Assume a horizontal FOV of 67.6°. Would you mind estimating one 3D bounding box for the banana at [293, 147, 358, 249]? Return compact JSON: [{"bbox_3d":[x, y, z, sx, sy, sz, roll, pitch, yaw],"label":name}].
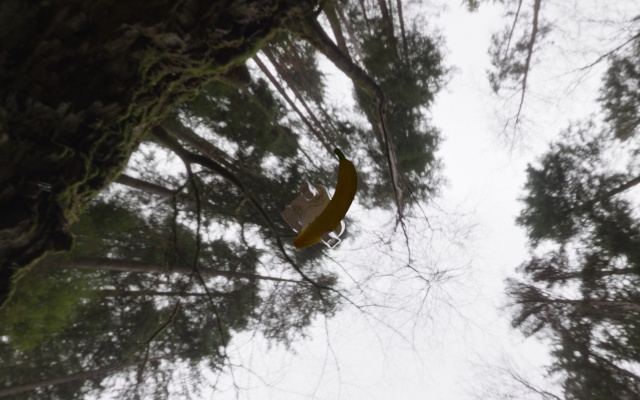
[{"bbox_3d":[0.019,0.007,0.861,0.069,0.198,0.037,23,8,-1],"label":"banana"}]
